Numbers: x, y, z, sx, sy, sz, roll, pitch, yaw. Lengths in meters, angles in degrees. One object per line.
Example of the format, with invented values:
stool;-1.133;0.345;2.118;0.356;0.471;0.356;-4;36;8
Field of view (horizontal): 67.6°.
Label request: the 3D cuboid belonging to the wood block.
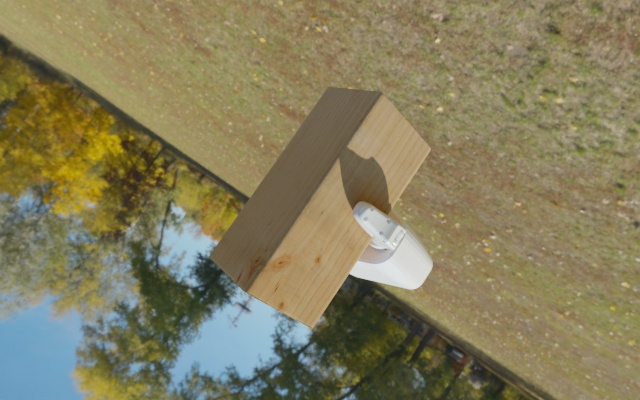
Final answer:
wood block;0.000;0.002;0.459;0.090;0.206;0.091;39;-8;-36
